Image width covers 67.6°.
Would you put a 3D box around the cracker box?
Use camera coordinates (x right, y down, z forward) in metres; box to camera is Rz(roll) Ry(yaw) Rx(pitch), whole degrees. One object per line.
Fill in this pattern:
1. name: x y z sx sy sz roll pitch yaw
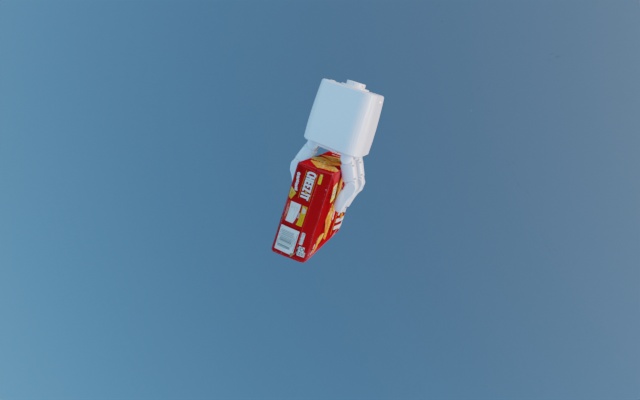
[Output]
1. cracker box: 0.000 0.003 0.872 0.072 0.164 0.213 21 16 13
